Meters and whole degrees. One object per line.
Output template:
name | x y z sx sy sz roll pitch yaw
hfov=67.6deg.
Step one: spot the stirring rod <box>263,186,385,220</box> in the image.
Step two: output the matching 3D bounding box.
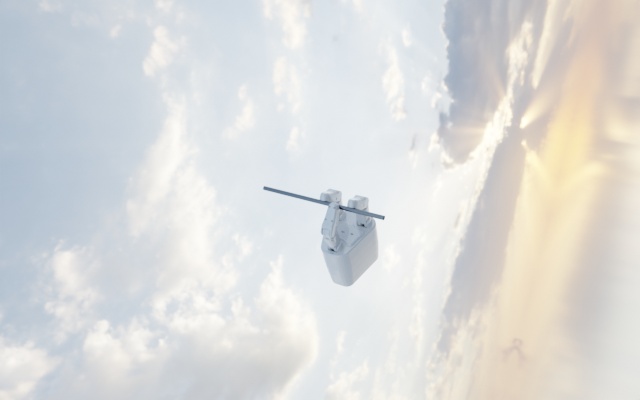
stirring rod | 0.000 0.003 0.843 0.239 0.011 0.011 14 6 25
